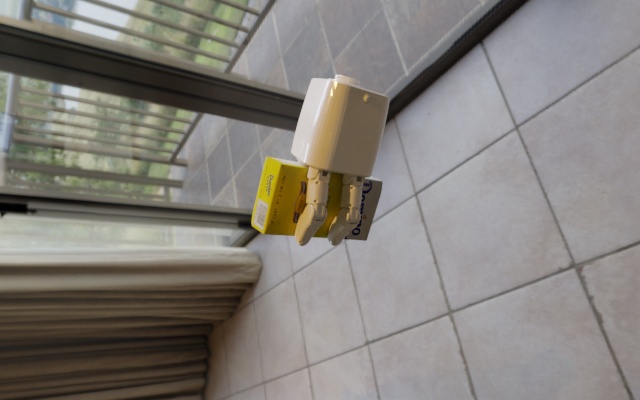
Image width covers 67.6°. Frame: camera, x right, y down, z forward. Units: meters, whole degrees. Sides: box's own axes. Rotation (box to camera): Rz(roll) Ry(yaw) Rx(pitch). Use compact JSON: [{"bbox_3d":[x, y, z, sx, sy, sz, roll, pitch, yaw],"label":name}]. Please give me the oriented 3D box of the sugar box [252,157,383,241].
[{"bbox_3d":[0.000,0.002,0.639,0.176,0.093,0.048,7,14,-36],"label":"sugar box"}]
